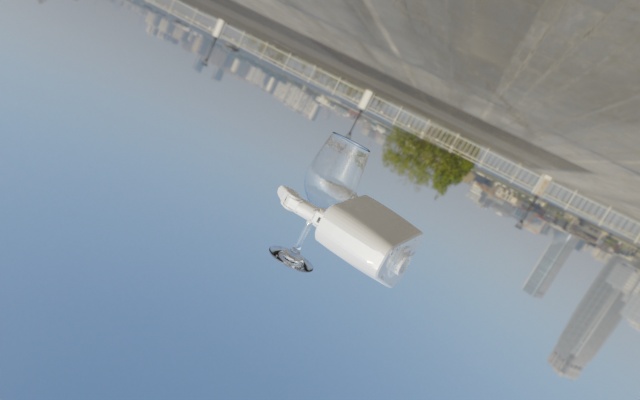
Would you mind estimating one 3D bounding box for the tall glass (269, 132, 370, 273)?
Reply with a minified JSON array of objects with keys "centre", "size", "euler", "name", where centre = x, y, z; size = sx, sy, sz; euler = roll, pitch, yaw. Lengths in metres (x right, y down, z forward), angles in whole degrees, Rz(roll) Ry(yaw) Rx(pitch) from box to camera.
[{"centre":[0.000,0.003,0.704],"size":[0.079,0.201,0.079],"euler":[26,11,-5],"name":"tall glass"}]
